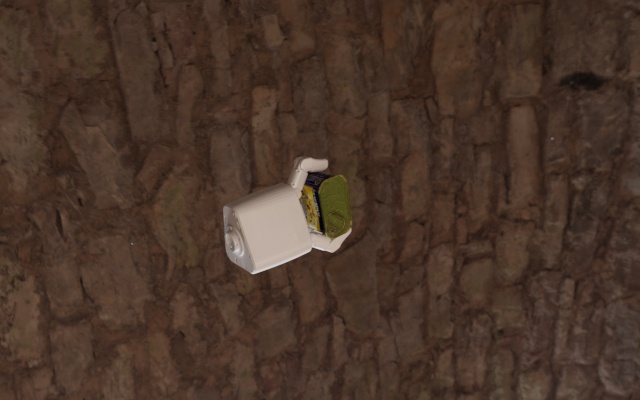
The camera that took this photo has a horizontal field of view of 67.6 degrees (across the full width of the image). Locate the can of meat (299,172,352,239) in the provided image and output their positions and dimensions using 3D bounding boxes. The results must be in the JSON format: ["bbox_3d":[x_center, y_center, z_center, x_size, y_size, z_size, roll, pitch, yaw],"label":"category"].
[{"bbox_3d":[0.000,0.002,0.786,0.057,0.102,0.084,-24,26,-32],"label":"can of meat"}]
